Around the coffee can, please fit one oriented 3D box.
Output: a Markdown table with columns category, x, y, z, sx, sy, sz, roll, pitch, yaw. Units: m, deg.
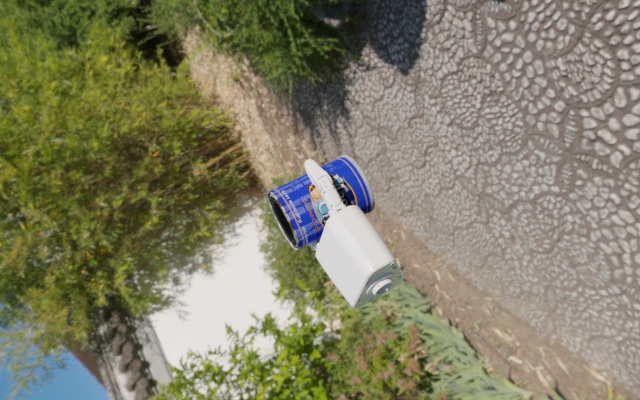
| category | x | y | z | sx | sy | sz | roll | pitch | yaw |
| --- | --- | --- | --- | --- | --- | --- | --- | --- | --- |
| coffee can | 0.000 | 0.002 | 0.761 | 0.140 | 0.103 | 0.103 | -27 | 7 | -15 |
